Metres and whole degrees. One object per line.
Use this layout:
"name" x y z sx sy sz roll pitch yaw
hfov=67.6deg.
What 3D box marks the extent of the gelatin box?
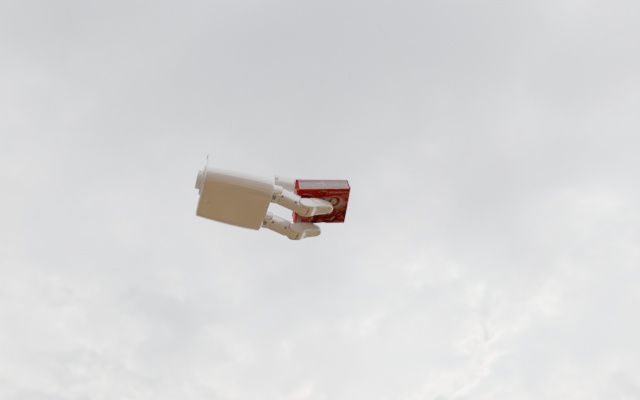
"gelatin box" 0.000 0.002 0.786 0.089 0.073 0.030 -1 38 -11
